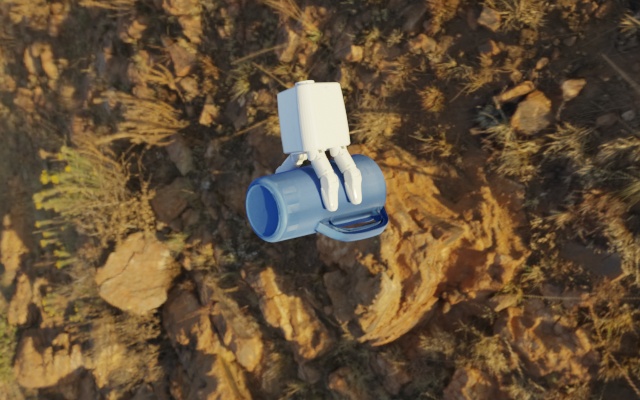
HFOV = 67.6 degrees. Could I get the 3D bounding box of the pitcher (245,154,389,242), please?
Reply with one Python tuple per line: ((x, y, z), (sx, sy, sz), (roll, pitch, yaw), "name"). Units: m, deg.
((0.000, 0.003, 0.839), (0.243, 0.145, 0.149), (-14, 9, -42), "pitcher")
